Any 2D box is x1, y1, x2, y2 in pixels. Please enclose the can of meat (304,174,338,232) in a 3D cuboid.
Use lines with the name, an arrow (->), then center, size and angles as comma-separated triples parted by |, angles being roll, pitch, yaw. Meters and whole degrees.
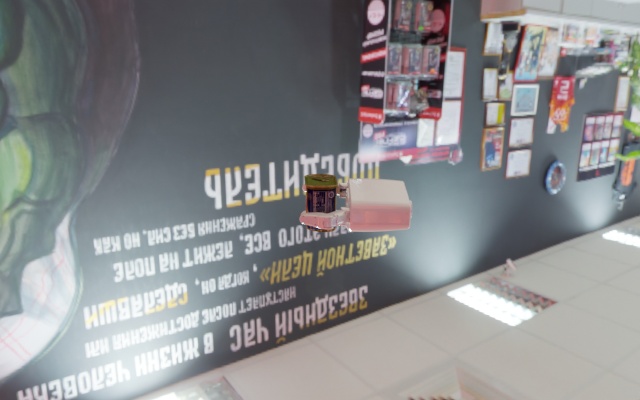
can of meat -> 0.000, 0.003, 0.858 | 0.057, 0.084, 0.102 | -1, 15, -3
